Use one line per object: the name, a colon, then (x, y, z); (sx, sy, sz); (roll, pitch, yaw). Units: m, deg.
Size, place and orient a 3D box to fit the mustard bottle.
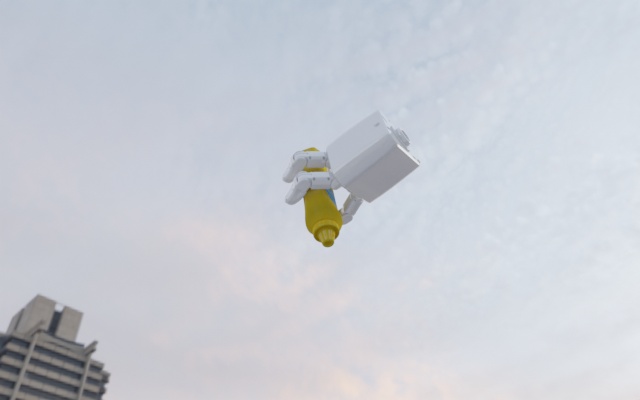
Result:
mustard bottle: (0.000, 0.003, 0.780); (0.058, 0.096, 0.191); (-17, 41, 4)
